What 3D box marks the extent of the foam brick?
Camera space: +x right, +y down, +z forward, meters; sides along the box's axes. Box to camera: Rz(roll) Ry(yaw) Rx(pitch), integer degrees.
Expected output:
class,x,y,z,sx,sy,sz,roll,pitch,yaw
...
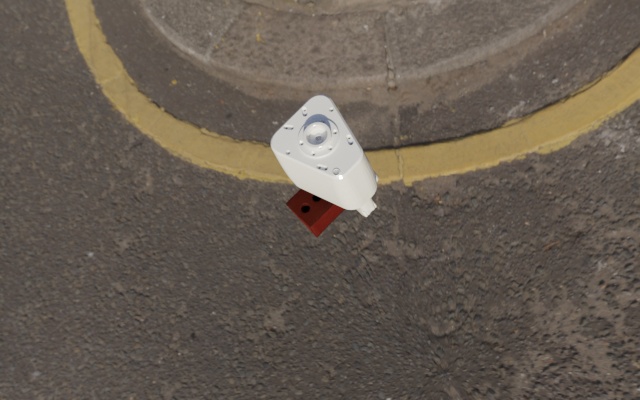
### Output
class,x,y,z,sx,sy,sz,roll,pitch,yaw
foam brick,0.000,0.002,0.671,0.053,0.078,0.051,43,-4,21
